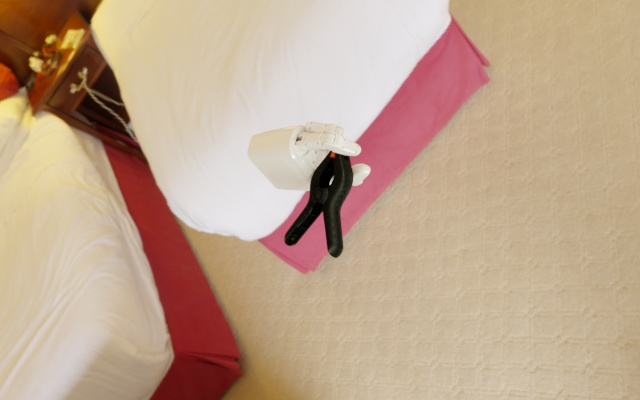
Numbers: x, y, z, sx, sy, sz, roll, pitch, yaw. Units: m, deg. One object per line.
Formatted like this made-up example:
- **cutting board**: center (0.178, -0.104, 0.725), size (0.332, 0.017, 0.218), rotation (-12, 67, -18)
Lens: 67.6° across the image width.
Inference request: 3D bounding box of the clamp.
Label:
- **clamp**: center (0.000, 0.002, 0.732), size (0.120, 0.171, 0.039), rotation (-1, -22, 40)
